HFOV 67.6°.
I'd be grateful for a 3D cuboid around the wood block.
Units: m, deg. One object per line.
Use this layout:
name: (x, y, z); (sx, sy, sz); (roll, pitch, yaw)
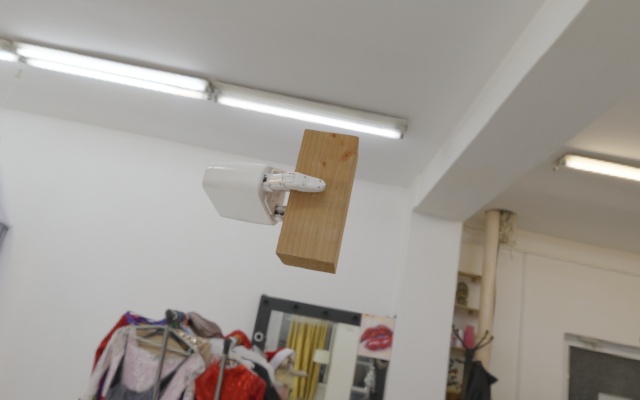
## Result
wood block: (0.000, 0.002, 0.763); (0.090, 0.206, 0.091); (10, -17, 7)
